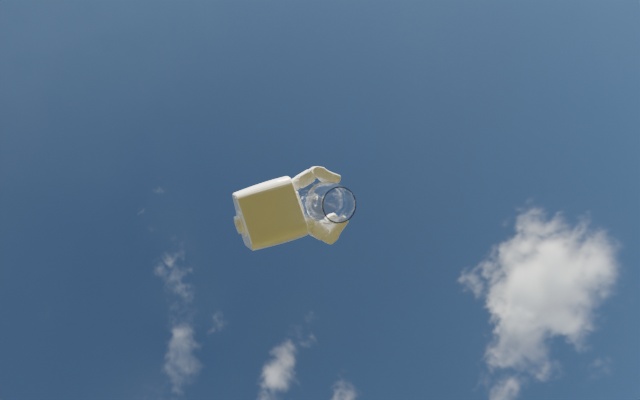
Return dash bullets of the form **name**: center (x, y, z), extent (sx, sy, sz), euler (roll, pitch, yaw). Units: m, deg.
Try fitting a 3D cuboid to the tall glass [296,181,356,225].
- **tall glass**: center (0.000, 0.003, 0.889), extent (0.079, 0.079, 0.201), euler (0, 2, -19)
